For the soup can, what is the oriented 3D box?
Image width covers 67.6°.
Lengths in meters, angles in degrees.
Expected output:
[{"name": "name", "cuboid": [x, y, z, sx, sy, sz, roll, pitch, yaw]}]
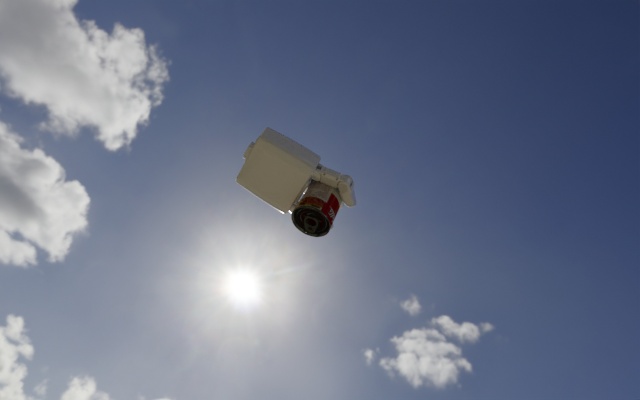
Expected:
[{"name": "soup can", "cuboid": [0.001, 0.003, 0.810, 0.068, 0.068, 0.102, 0, 41, 26]}]
